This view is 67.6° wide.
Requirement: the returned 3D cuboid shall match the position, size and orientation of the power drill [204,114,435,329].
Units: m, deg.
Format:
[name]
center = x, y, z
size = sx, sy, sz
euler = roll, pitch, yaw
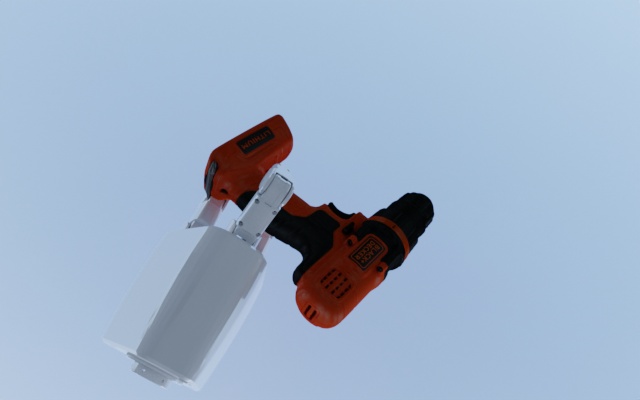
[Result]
[power drill]
center = 0.000, 0.001, 0.447
size = 0.184, 0.187, 0.057
euler = -37, -19, -40
